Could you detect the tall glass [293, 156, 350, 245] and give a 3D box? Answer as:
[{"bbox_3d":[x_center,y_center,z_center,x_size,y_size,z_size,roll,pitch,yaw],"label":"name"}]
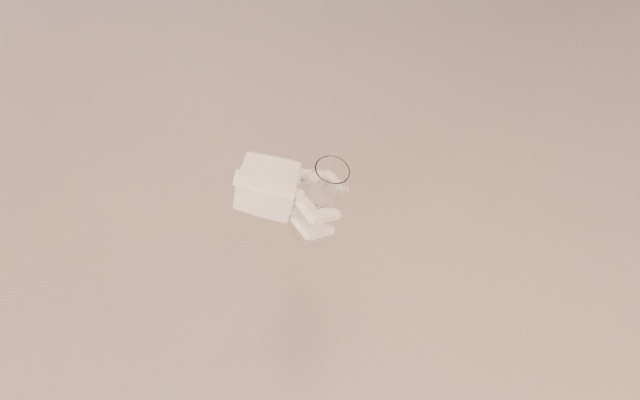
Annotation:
[{"bbox_3d":[0.000,0.003,0.894,0.079,0.079,0.201,0,-34,-15],"label":"tall glass"}]
